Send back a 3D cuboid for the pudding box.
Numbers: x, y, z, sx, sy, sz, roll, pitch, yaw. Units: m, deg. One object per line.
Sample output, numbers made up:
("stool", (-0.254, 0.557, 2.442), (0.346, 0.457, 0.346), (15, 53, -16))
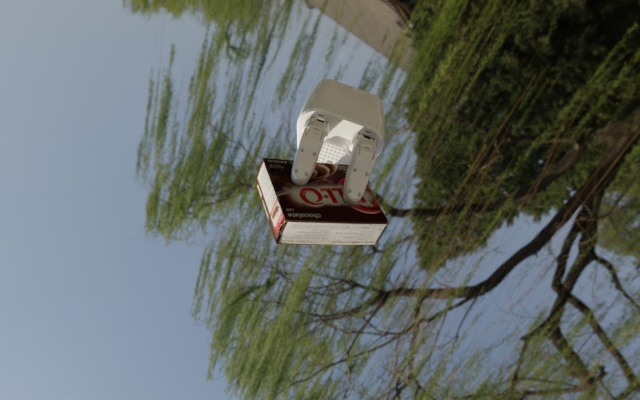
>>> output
("pudding box", (0.000, 0.002, 0.479), (0.113, 0.039, 0.090), (1, 41, -25))
